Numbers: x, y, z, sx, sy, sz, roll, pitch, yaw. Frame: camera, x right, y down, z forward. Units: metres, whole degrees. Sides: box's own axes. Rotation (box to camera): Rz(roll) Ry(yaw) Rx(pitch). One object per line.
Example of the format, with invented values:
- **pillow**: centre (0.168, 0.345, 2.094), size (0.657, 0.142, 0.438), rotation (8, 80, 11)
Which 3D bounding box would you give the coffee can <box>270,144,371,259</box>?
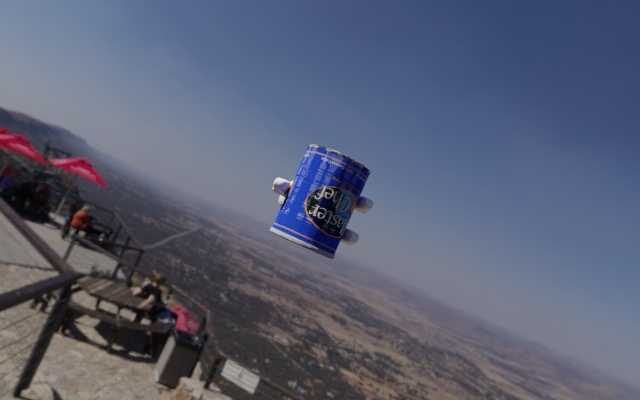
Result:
- **coffee can**: centre (0.000, 0.002, 0.707), size (0.103, 0.140, 0.103), rotation (24, -5, 2)
